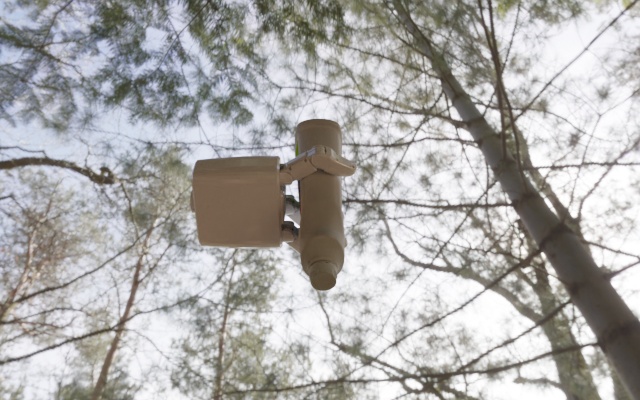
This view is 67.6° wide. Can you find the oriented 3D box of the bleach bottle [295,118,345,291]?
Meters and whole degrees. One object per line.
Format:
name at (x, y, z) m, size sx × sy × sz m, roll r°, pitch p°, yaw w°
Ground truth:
bleach bottle at (0.000, 0.002, 0.601) m, size 0.068 × 0.103 × 0.250 m, roll -1°, pitch 39°, yaw -1°
